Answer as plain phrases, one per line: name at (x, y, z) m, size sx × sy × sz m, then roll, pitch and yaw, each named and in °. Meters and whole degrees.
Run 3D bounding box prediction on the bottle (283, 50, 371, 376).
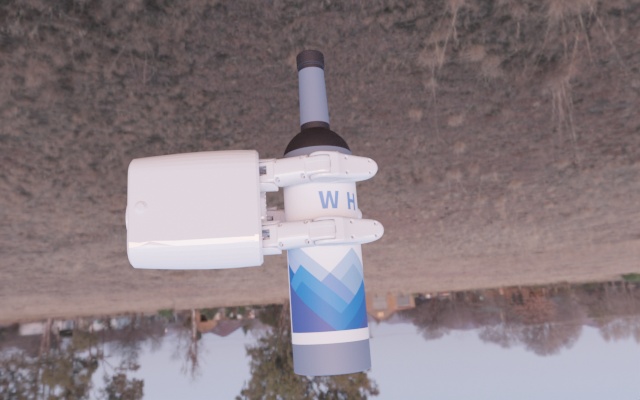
bottle at (0.000, 0.002, 0.440) m, size 0.069 × 0.295 × 0.069 m, roll -4°, pitch -12°, yaw -1°
